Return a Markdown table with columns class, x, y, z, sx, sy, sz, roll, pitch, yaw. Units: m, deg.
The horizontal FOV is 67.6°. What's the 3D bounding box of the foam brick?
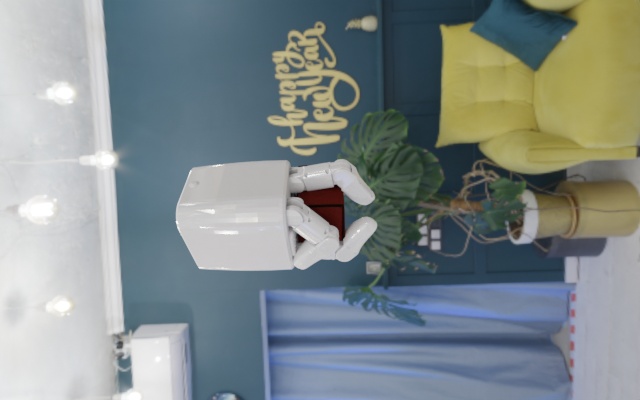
| class | x | y | z | sx | sy | sz | roll | pitch | yaw |
| --- | --- | --- | --- | --- | --- | --- | --- | --- | --- |
| foam brick | 0.000 | 0.002 | 0.531 | 0.051 | 0.053 | 0.078 | -2 | 37 | 2 |
